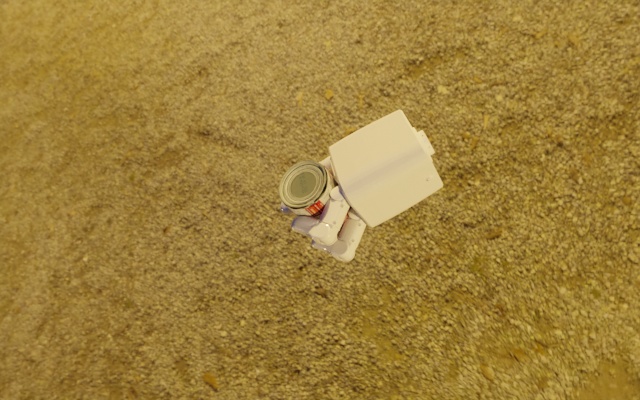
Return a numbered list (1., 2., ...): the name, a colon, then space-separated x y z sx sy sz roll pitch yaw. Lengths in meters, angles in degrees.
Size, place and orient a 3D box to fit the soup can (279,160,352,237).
1. soup can: 0.000 0.002 0.609 0.068 0.068 0.102 0 -26 29
